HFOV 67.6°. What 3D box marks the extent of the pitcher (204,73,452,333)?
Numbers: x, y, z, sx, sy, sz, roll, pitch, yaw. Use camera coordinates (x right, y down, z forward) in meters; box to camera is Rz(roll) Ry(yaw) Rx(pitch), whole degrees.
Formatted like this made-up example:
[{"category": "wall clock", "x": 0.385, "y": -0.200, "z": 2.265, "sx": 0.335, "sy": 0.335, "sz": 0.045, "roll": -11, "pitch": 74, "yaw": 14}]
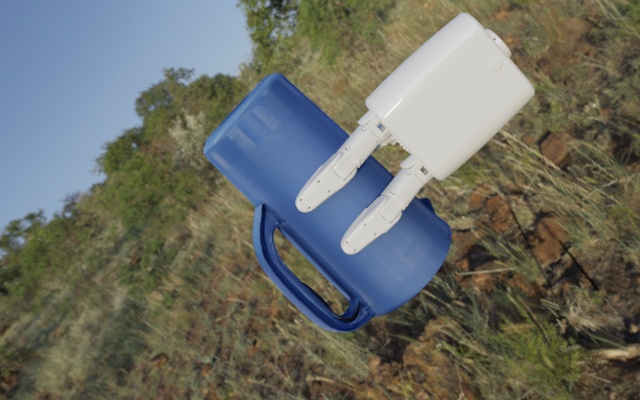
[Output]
[{"category": "pitcher", "x": 0.000, "y": 0.001, "z": 0.477, "sx": 0.145, "sy": 0.243, "sz": 0.149, "roll": -42, "pitch": 13, "yaw": 19}]
